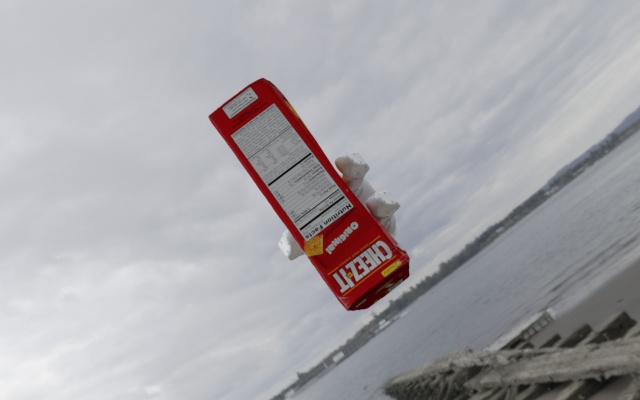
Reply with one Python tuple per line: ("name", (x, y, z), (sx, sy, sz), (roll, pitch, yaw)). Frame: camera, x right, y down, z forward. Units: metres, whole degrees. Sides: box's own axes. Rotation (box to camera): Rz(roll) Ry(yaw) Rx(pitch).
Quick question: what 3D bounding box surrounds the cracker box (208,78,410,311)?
("cracker box", (0.000, 0.002, 0.473), (0.072, 0.213, 0.164), (-38, -16, 1))
